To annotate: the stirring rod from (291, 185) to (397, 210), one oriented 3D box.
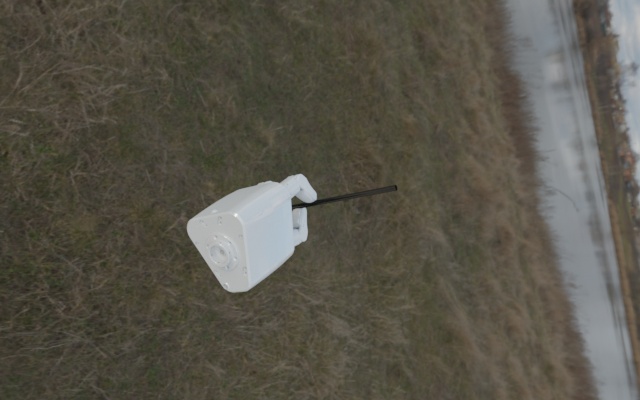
[{"bbox_3d":[0.000,0.002,0.705,0.239,0.011,0.011,-11,-6,30],"label":"stirring rod"}]
